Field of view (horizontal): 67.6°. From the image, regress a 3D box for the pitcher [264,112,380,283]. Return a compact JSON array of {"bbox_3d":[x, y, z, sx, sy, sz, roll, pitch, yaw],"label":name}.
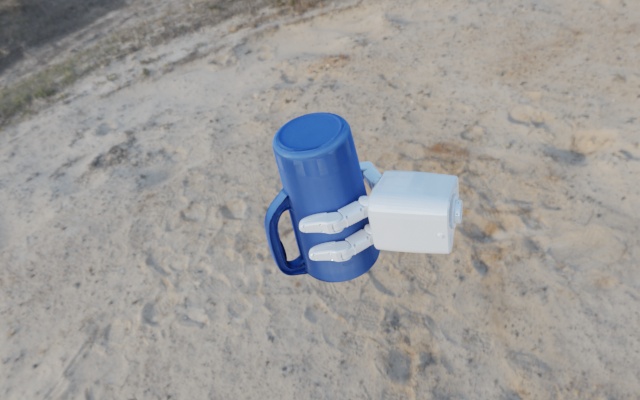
[{"bbox_3d":[0.000,0.002,0.707,0.145,0.243,0.149,4,43,22],"label":"pitcher"}]
